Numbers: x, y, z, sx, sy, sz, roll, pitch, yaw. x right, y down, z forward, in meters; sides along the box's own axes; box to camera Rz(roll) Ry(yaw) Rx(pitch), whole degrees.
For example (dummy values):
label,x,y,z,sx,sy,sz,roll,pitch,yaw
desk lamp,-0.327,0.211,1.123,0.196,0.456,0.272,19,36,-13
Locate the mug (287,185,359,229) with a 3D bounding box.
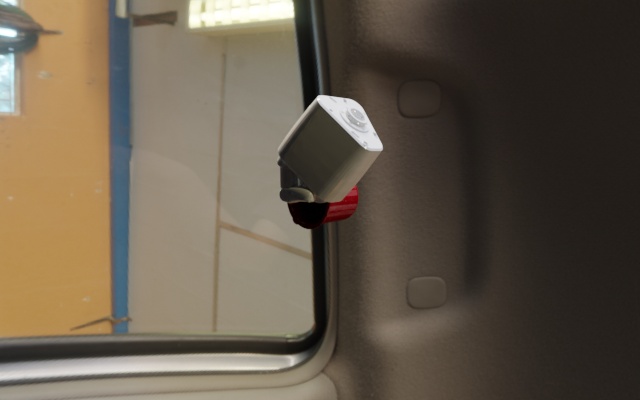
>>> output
label,x,y,z,sx,sy,sz,roll,pitch,yaw
mug,0.000,0.003,0.772,0.081,0.093,0.117,-7,-33,-46
